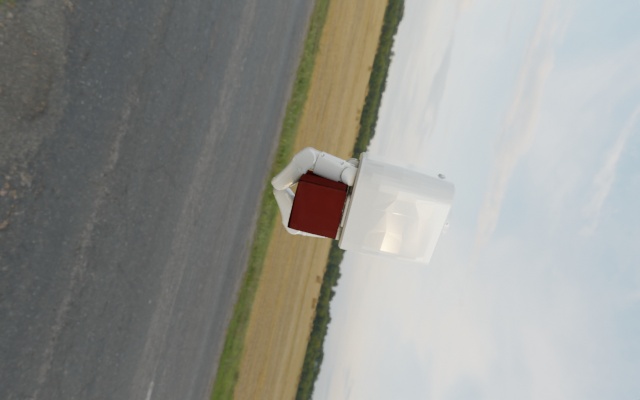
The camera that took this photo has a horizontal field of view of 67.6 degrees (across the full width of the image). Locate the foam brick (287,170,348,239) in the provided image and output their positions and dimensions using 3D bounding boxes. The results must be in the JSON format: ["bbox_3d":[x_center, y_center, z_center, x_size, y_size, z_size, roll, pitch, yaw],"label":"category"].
[{"bbox_3d":[0.000,0.002,0.511,0.051,0.053,0.078,15,13,2],"label":"foam brick"}]
